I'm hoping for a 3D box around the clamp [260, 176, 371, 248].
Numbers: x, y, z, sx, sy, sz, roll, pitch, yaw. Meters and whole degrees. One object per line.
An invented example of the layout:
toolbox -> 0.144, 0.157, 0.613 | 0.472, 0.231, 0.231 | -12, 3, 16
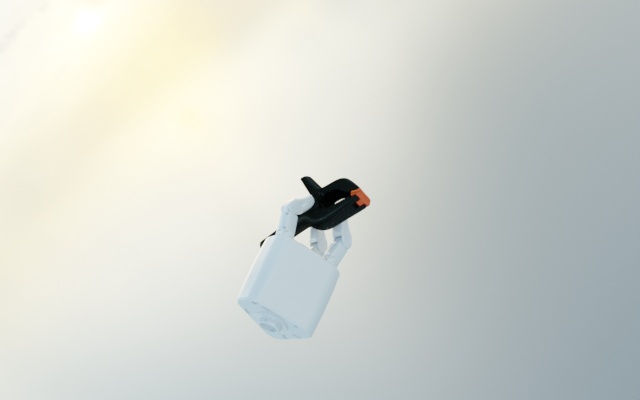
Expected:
clamp -> 0.000, 0.002, 0.764 | 0.210, 0.164, 0.036 | -19, -54, 44
